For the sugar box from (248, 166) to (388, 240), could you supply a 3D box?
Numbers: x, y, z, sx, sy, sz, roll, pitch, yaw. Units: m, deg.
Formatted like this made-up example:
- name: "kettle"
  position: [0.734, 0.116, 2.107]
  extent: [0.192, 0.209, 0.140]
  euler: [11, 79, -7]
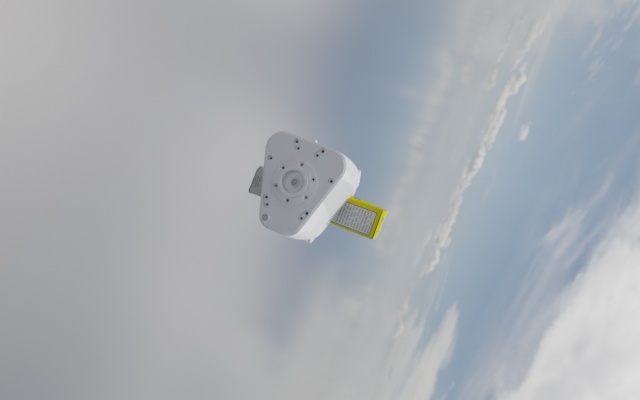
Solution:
- name: "sugar box"
  position: [0.000, 0.002, 0.652]
  extent: [0.176, 0.048, 0.093]
  euler: [23, 2, 11]
